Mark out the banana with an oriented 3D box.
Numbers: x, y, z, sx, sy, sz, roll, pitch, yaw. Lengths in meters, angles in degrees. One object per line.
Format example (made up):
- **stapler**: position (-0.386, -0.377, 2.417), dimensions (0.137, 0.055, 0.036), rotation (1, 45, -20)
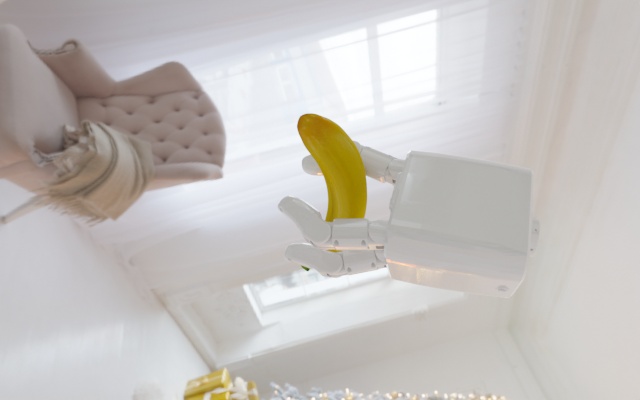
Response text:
- **banana**: position (0.014, -0.005, 0.439), dimensions (0.069, 0.198, 0.037), rotation (-34, 54, -28)
